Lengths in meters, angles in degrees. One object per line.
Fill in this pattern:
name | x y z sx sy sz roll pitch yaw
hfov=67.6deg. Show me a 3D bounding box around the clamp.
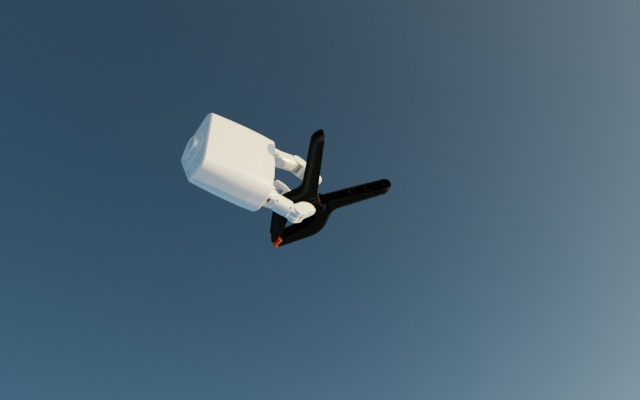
clamp | 0.000 0.003 0.759 0.164 0.210 0.036 26 27 -28
